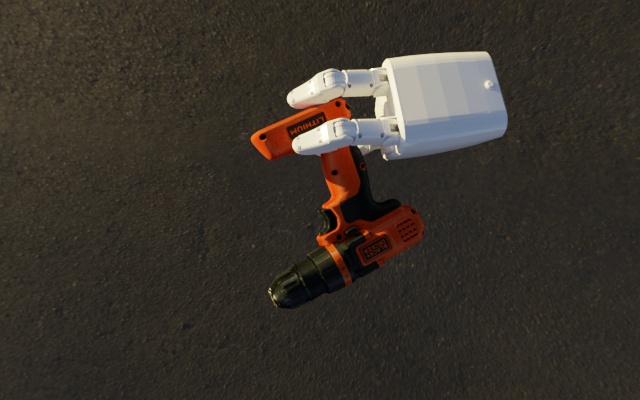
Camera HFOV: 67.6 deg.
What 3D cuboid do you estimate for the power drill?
[{"bbox_3d":[0.000,0.001,0.507,0.184,0.188,0.057,-27,9,-13],"label":"power drill"}]
